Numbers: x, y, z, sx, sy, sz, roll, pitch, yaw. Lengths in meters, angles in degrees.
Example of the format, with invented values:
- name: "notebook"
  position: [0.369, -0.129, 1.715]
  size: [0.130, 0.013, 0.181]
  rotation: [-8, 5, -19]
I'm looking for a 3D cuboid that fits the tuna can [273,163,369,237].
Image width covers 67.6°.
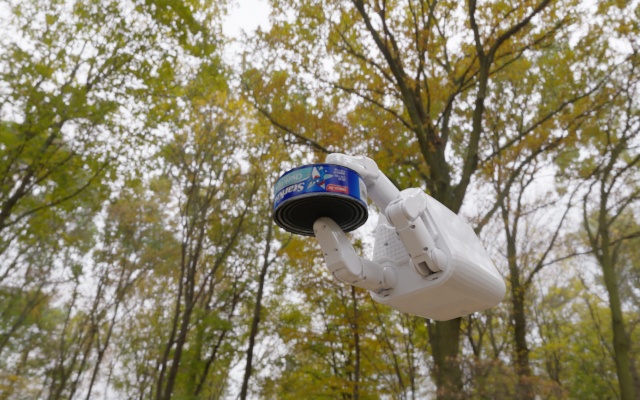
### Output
- name: "tuna can"
  position: [0.000, 0.001, 0.434]
  size: [0.086, 0.033, 0.086]
  rotation: [-1, -28, -1]
